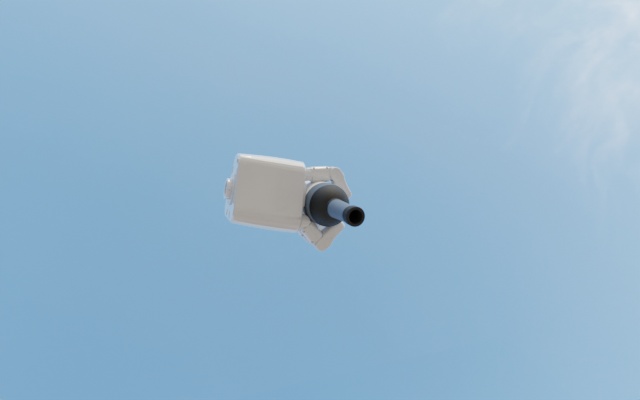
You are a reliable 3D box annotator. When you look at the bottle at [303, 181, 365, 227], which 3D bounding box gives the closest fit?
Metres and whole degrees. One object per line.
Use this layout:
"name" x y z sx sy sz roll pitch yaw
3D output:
"bottle" 0.000 0.002 0.767 0.069 0.069 0.295 0 7 -19
